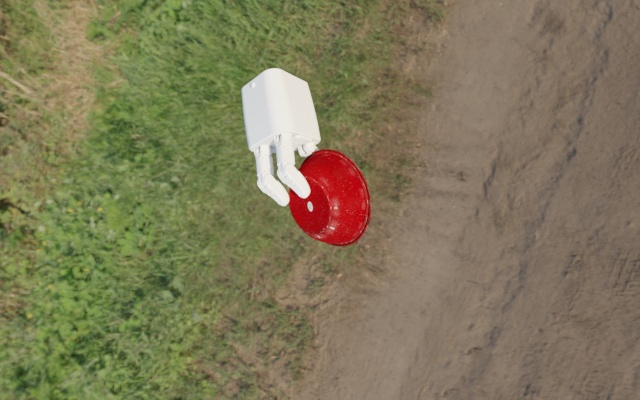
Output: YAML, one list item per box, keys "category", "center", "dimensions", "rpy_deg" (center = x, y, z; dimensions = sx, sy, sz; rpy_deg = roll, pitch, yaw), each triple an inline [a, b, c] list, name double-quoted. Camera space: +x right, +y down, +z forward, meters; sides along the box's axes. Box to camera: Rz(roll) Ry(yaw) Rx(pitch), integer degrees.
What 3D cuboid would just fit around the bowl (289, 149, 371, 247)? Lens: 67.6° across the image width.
- category: "bowl"
  center: [0.000, 0.004, 0.753]
  dimensions: [0.162, 0.162, 0.055]
  rpy_deg: [0, 13, 44]
